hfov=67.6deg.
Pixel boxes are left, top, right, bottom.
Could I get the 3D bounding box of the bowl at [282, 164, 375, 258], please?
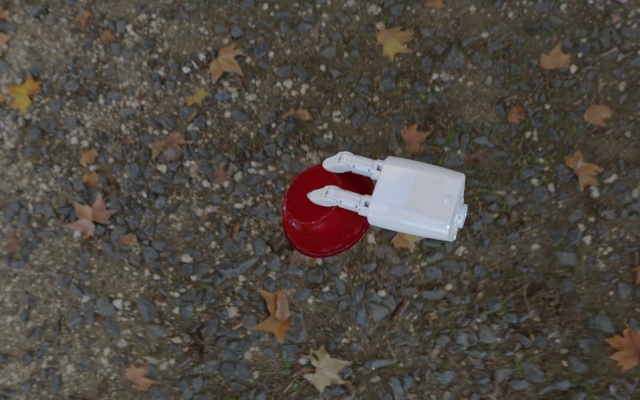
[{"bbox_3d":[-0.001,0.002,0.721,0.162,0.162,0.055,0,-24,29],"label":"bowl"}]
